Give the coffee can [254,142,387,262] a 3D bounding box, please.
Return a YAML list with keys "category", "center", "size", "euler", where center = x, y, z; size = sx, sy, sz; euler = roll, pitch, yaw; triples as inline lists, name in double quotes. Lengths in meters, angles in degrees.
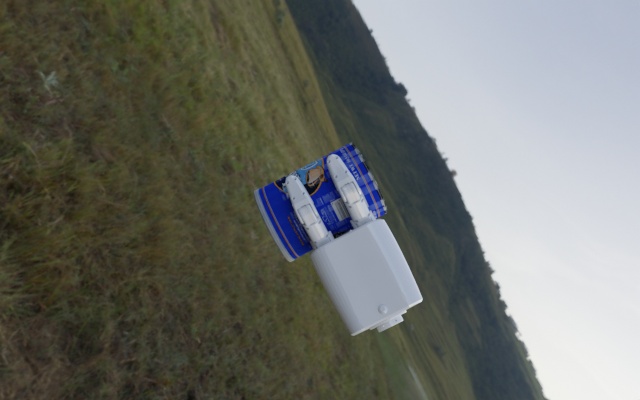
- category: "coffee can"
  center: [0.000, 0.002, 0.613]
  size: [0.140, 0.103, 0.103]
  euler: [-27, 0, 1]
